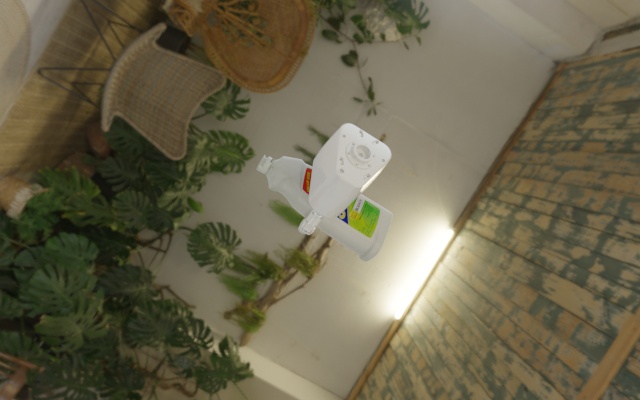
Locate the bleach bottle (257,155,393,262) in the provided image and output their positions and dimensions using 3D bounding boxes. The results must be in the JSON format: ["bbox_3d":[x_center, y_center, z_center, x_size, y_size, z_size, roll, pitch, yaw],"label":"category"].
[{"bbox_3d":[0.000,0.003,0.838,0.251,0.102,0.068,31,-34,-7],"label":"bleach bottle"}]
